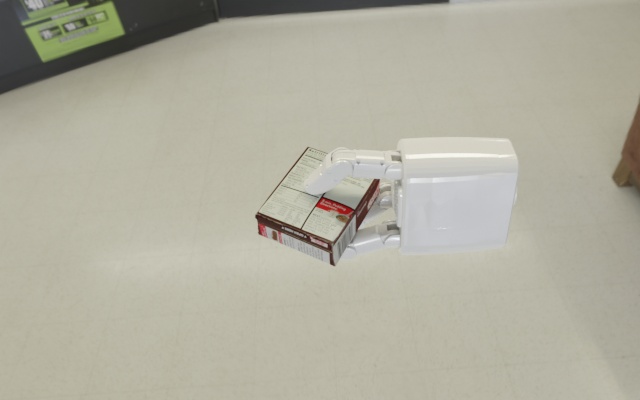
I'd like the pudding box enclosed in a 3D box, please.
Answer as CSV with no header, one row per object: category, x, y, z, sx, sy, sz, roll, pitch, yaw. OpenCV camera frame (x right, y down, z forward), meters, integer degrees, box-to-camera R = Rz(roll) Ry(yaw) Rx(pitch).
pudding box,0.000,0.002,0.493,0.090,0.039,0.113,20,51,20
